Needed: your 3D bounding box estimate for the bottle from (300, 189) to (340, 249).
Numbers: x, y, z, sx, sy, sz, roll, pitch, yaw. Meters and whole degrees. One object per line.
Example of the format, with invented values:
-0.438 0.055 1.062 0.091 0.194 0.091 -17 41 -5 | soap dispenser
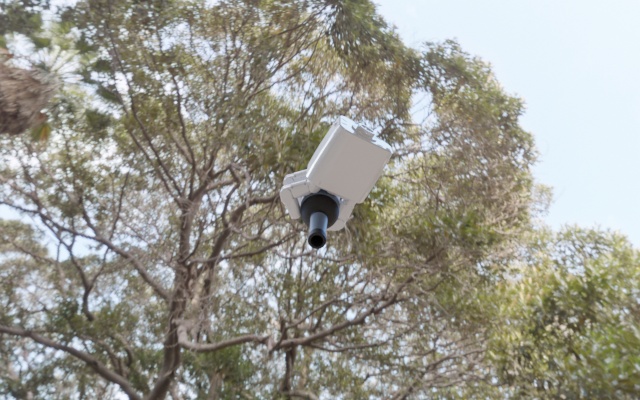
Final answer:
0.000 0.003 0.832 0.069 0.069 0.295 0 23 2 | bottle
